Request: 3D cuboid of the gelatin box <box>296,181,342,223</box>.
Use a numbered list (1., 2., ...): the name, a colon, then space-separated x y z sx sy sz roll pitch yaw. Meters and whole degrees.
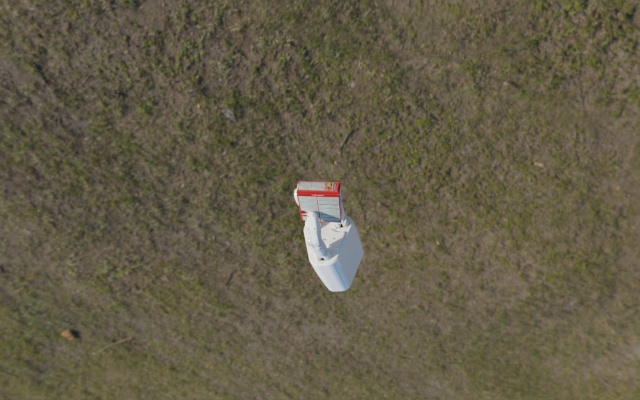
1. gelatin box: 0.000 0.003 0.832 0.073 0.030 0.089 2 -35 8
